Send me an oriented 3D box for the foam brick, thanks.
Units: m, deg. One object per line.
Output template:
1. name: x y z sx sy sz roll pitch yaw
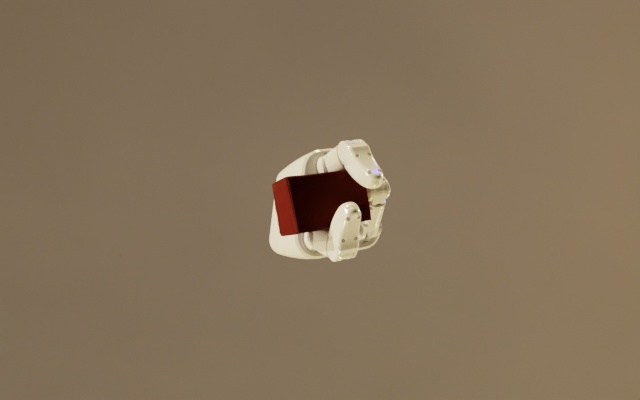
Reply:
1. foam brick: 0.000 0.001 0.451 0.078 0.053 0.051 -8 -2 -24
